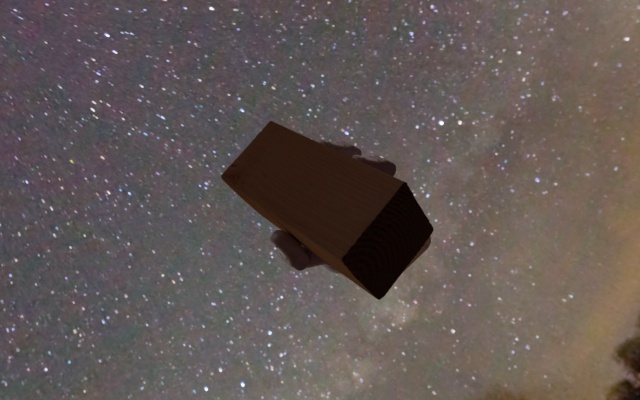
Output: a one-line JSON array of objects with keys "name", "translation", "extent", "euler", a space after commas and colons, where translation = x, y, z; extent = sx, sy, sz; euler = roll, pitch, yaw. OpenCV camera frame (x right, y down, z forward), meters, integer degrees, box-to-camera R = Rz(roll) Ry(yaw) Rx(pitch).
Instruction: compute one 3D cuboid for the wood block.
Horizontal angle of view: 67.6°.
[{"name": "wood block", "translation": [0.000, 0.002, 0.500], "extent": [0.206, 0.091, 0.090], "euler": [30, -13, 43]}]
